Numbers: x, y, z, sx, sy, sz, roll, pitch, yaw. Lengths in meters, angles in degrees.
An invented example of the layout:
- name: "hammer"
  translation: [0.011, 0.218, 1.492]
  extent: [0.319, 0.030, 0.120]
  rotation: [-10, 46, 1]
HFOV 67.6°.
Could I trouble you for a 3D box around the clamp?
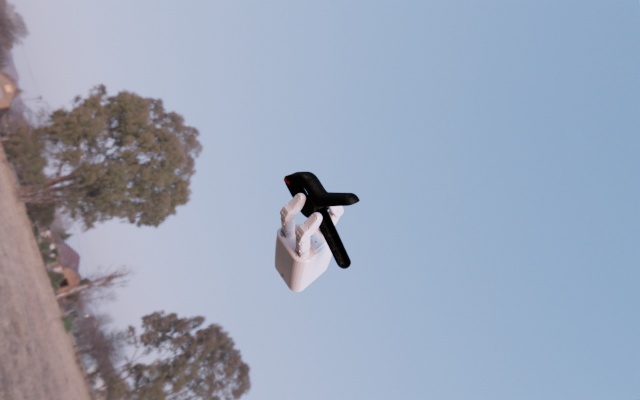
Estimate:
- name: "clamp"
  translation: [0.000, 0.002, 0.866]
  extent: [0.036, 0.165, 0.210]
  rotation: [-20, 52, -29]
